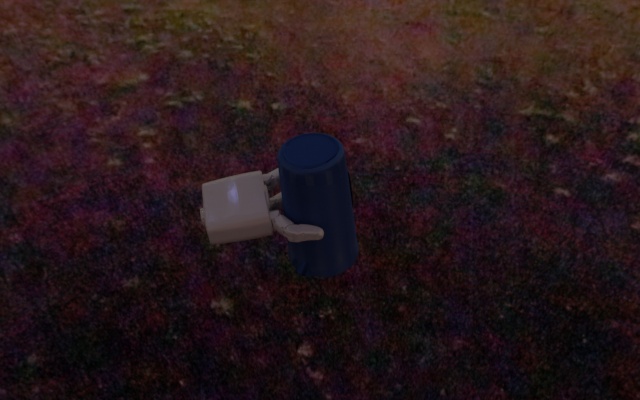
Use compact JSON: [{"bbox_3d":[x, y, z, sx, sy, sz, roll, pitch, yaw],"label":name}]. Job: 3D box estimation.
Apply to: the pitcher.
[{"bbox_3d":[0.000,0.003,0.832,0.145,0.243,0.149,-12,42,-6],"label":"pitcher"}]
